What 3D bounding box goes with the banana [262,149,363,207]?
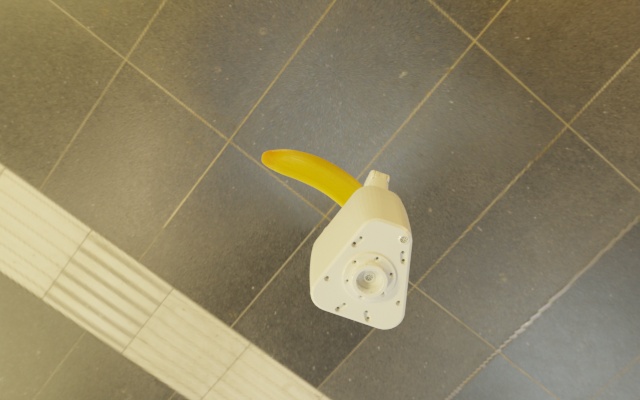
[{"bbox_3d":[0.016,-0.008,0.608,0.069,0.198,0.037,-43,11,15],"label":"banana"}]
